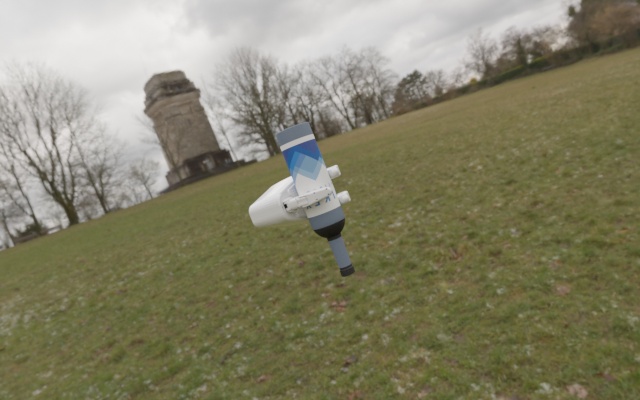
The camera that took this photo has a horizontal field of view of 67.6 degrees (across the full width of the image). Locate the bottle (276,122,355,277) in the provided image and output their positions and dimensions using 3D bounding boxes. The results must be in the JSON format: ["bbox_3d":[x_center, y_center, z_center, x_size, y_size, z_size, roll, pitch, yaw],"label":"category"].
[{"bbox_3d":[0.000,0.003,0.897,0.069,0.296,0.069,-21,4,1],"label":"bottle"}]
